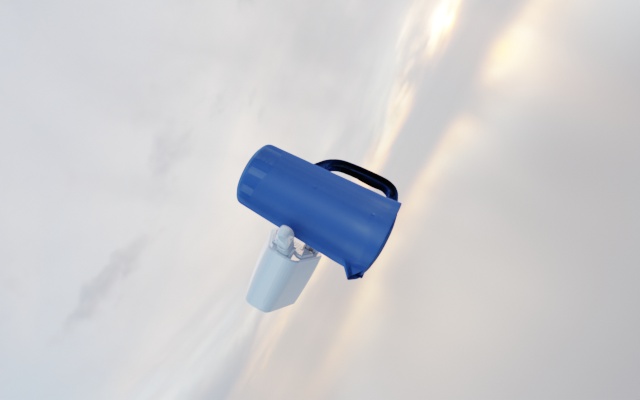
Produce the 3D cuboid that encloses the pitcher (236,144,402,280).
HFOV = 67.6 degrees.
[{"bbox_3d":[0.000,0.003,0.758,0.243,0.145,0.149,28,15,7],"label":"pitcher"}]
